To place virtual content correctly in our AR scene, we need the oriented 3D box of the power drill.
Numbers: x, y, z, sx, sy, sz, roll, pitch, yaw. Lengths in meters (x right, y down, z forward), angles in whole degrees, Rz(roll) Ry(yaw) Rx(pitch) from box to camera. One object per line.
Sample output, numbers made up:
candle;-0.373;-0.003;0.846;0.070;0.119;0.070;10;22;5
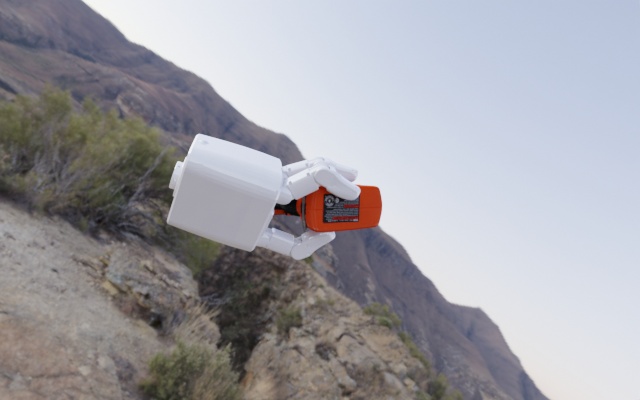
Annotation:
power drill;0.000;0.002;0.654;0.184;0.057;0.187;-4;5;-29
